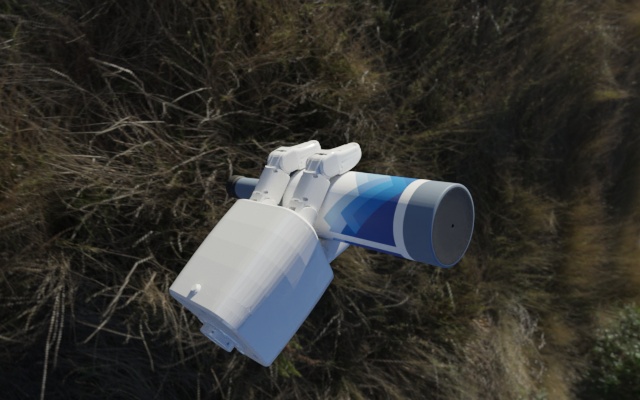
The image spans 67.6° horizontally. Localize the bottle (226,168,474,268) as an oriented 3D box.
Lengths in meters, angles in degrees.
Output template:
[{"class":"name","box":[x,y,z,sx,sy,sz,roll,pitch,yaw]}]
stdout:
[{"class":"bottle","box":[0.000,0.002,0.473,0.069,0.069,0.295,0,7,-45]}]
